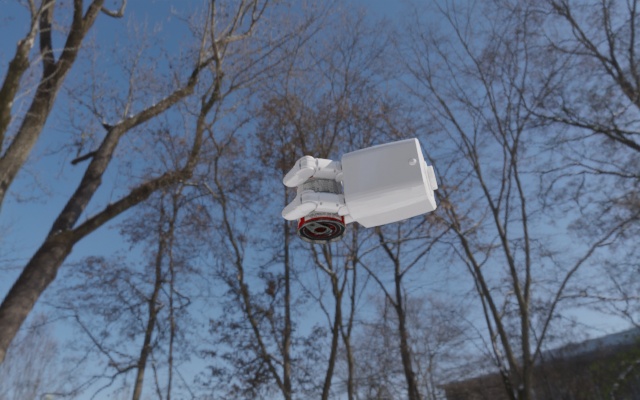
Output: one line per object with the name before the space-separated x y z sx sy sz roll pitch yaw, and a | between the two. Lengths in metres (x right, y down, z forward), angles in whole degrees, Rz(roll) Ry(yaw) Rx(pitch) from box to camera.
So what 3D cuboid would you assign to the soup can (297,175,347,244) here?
soup can | 0.000 0.002 0.683 0.068 0.102 0.068 -2 -32 -2
